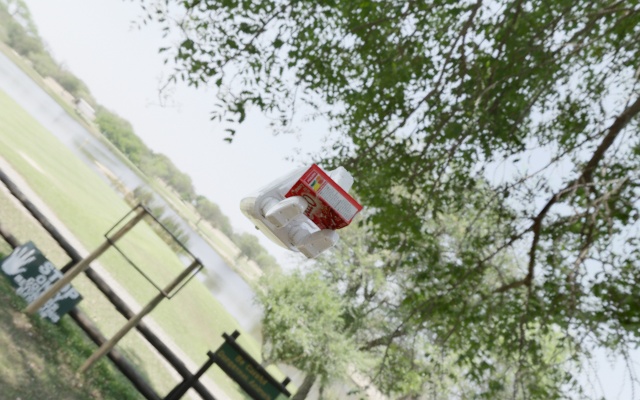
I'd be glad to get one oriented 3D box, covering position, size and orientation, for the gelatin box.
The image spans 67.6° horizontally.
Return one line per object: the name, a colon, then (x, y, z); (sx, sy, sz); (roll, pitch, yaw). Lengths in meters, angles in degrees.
gelatin box: (0.000, 0.001, 0.547); (0.073, 0.030, 0.089); (43, -19, -4)
